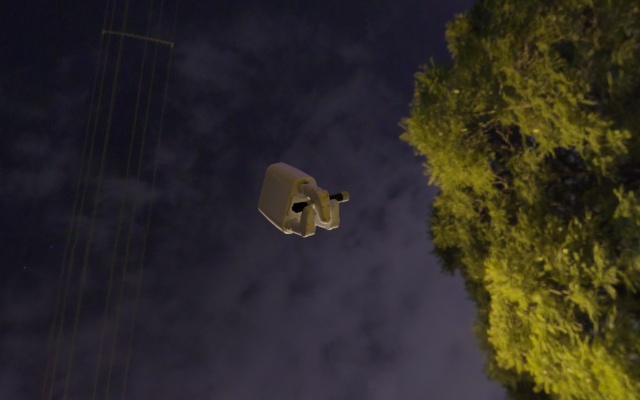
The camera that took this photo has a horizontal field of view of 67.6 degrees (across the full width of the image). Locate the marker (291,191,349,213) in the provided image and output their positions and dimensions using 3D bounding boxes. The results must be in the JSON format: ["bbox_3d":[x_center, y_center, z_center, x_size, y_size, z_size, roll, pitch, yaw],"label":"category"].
[{"bbox_3d":[0.000,0.003,0.878,0.121,0.020,0.020,-14,7,-32],"label":"marker"}]
